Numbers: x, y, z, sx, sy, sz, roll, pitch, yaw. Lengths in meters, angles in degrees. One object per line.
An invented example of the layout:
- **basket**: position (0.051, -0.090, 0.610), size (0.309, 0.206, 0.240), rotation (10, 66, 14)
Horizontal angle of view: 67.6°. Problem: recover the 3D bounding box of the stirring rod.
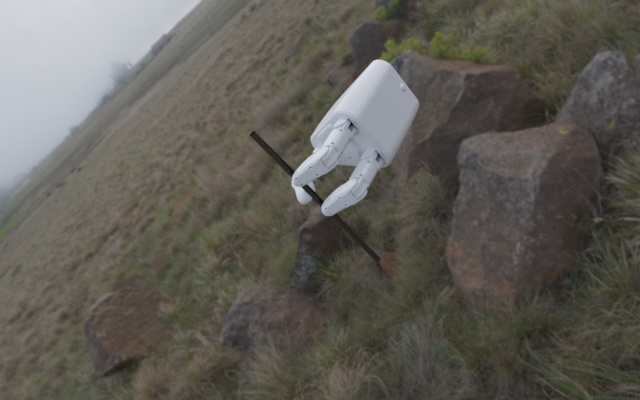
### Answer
- **stirring rod**: position (0.000, 0.002, 0.589), size (0.240, 0.011, 0.011), rotation (45, -23, -25)
